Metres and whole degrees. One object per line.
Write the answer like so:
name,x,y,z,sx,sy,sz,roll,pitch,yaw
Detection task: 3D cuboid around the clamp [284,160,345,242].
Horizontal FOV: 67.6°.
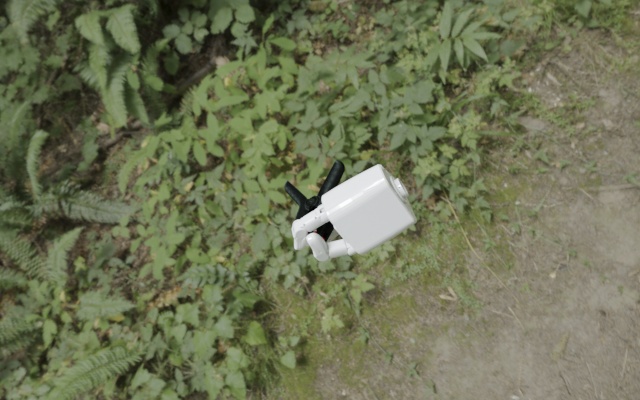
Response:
clamp,0.000,0.003,0.826,0.120,0.171,0.039,-32,-45,17
